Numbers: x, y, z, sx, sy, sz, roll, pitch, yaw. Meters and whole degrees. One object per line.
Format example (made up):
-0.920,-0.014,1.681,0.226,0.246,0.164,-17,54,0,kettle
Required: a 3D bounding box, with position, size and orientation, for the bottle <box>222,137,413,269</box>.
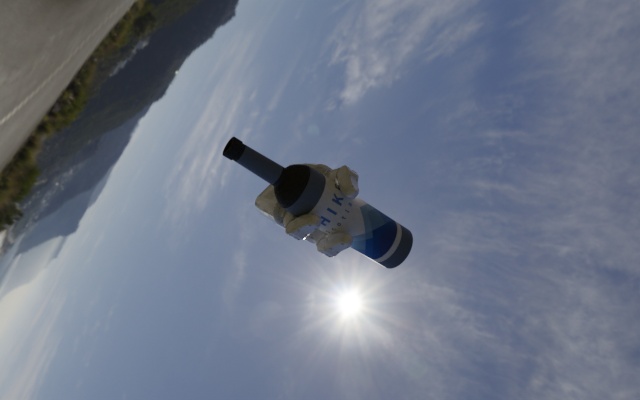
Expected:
0.000,0.002,0.649,0.296,0.069,0.069,31,-15,-25,bottle
